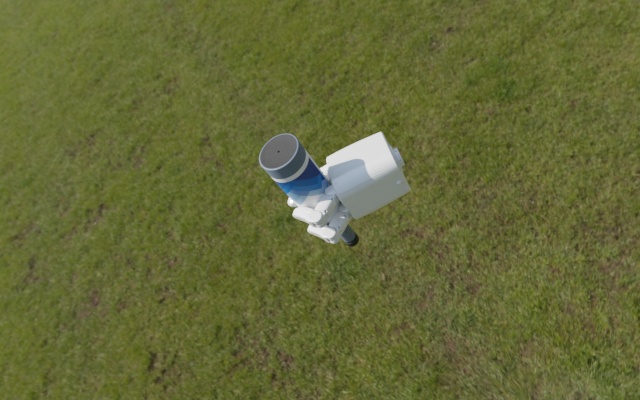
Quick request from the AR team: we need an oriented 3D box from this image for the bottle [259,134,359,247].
[{"bbox_3d":[0.000,0.003,0.809,0.069,0.069,0.296,0,-30,29],"label":"bottle"}]
